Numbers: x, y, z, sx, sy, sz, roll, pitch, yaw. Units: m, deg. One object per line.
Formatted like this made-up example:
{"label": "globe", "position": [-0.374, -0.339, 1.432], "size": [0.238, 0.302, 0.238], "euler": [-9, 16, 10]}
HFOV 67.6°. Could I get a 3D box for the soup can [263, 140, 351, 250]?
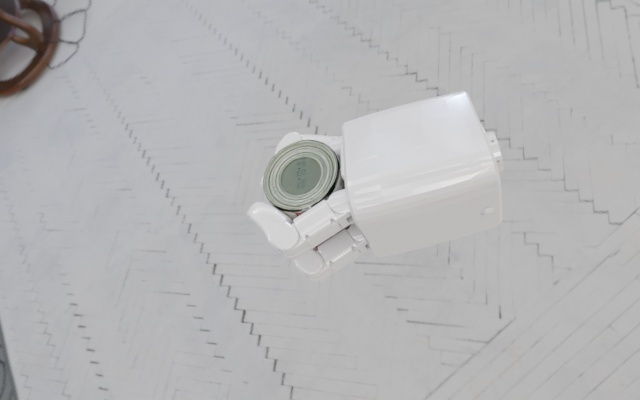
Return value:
{"label": "soup can", "position": [-0.001, 0.001, 0.422], "size": [0.068, 0.068, 0.102], "euler": [0, -27, 22]}
